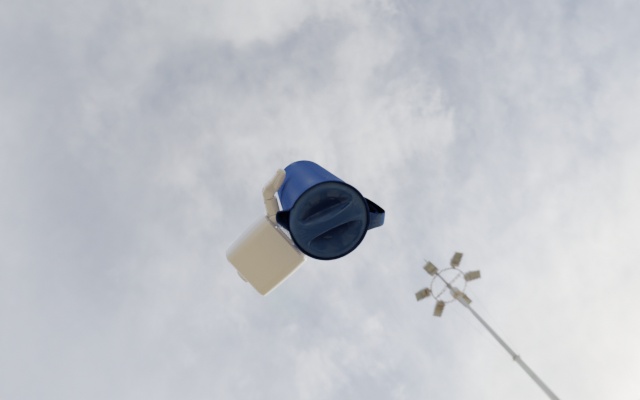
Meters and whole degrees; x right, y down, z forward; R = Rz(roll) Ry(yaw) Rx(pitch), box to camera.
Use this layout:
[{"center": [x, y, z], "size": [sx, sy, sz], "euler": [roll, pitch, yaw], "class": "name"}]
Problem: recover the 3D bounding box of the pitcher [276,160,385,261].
[{"center": [0.000, 0.003, 0.860], "size": [0.145, 0.149, 0.242], "euler": [-43, 21, 2], "class": "pitcher"}]
